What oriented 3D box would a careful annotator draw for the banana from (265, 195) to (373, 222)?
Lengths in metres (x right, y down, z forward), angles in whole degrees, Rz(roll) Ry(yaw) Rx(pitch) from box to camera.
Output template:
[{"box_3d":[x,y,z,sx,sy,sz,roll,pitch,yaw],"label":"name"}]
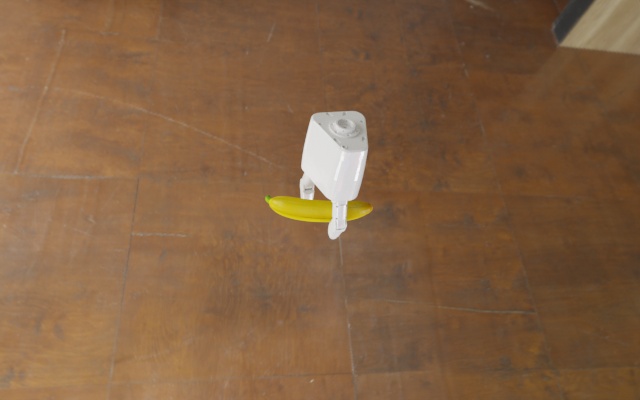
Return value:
[{"box_3d":[-0.005,0.012,0.845,0.198,0.037,0.069,7,30,2],"label":"banana"}]
